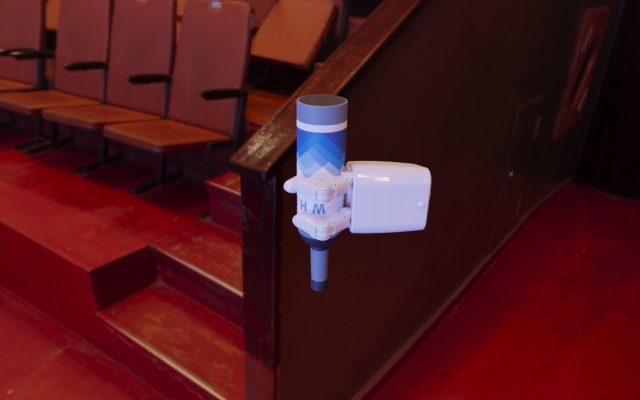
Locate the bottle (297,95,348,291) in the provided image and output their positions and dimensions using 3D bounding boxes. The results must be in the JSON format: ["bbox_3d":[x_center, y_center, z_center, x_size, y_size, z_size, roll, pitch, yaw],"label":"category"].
[{"bbox_3d":[0.000,0.002,0.685,0.069,0.296,0.069,1,26,0],"label":"bottle"}]
